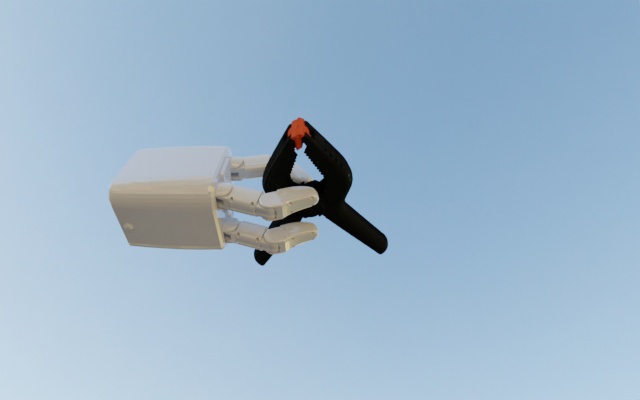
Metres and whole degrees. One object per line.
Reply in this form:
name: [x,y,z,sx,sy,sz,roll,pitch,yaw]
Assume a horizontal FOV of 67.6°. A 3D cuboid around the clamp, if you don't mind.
clamp: [0.000,0.001,0.526,0.164,0.036,0.210,-2,-44,-2]
